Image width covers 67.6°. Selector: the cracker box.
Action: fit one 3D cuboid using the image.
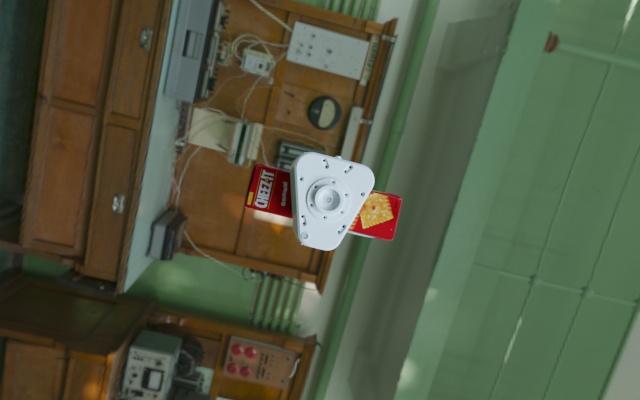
[{"bbox_3d":[0.000,0.003,0.739,0.214,0.072,0.164,14,-2,-4],"label":"cracker box"}]
